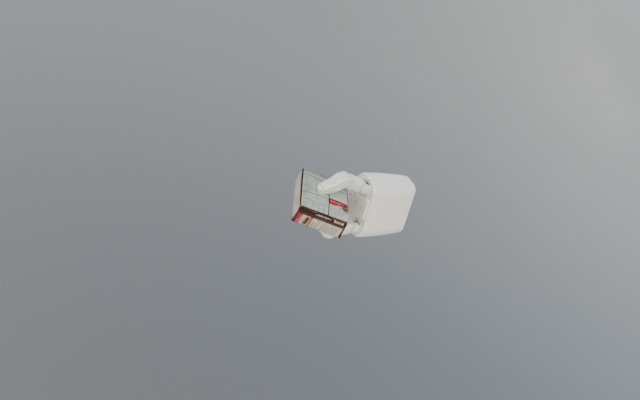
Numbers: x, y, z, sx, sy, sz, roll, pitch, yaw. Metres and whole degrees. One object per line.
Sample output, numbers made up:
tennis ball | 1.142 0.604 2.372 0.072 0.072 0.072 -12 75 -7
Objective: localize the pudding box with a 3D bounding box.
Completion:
pudding box | 0.000 0.003 0.812 0.090 0.039 0.113 20 34 -13
